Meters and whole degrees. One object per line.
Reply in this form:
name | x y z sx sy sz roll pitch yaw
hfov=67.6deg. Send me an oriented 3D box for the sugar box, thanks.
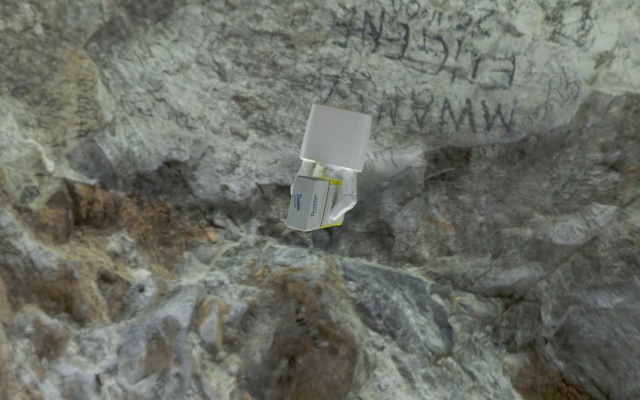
sugar box | 0.000 0.003 0.892 0.048 0.093 0.176 14 6 25
